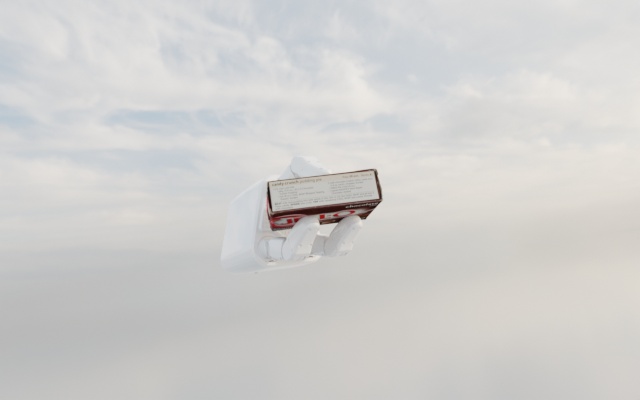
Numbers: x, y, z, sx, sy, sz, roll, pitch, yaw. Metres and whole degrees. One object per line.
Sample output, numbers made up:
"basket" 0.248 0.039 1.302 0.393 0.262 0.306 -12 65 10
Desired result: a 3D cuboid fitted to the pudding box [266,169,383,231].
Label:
"pudding box" 0.000 0.001 0.502 0.113 0.039 0.090 -9 -12 -7
